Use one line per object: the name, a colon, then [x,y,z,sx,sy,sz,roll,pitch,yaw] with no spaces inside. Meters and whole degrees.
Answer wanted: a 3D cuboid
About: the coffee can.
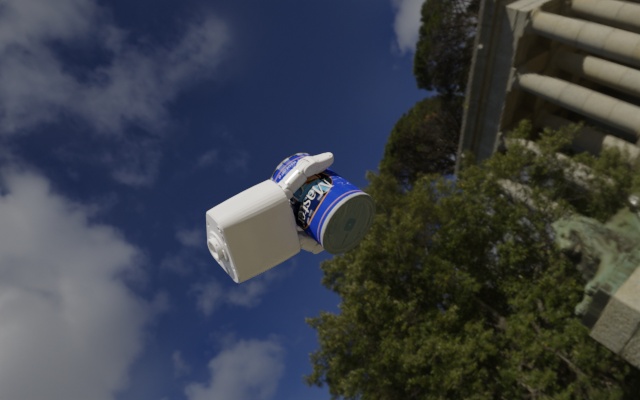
coffee can: [0.000,0.002,0.734,0.103,0.103,0.140,0,29,-46]
